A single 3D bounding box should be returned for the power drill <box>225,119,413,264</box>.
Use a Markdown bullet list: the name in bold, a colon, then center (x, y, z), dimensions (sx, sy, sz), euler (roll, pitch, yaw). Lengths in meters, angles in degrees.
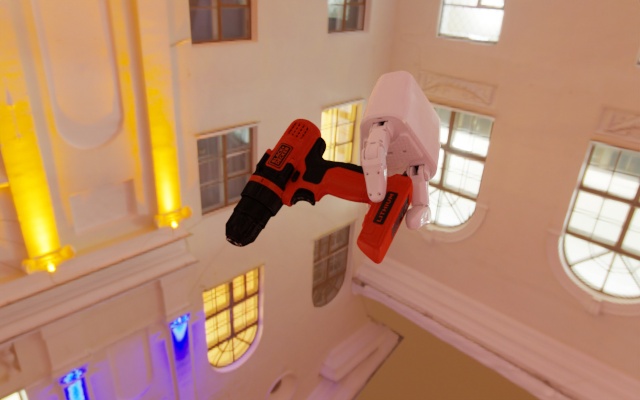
- **power drill**: center (0.001, 0.002, 0.565), dimensions (0.187, 0.184, 0.057), euler (24, -19, 18)
